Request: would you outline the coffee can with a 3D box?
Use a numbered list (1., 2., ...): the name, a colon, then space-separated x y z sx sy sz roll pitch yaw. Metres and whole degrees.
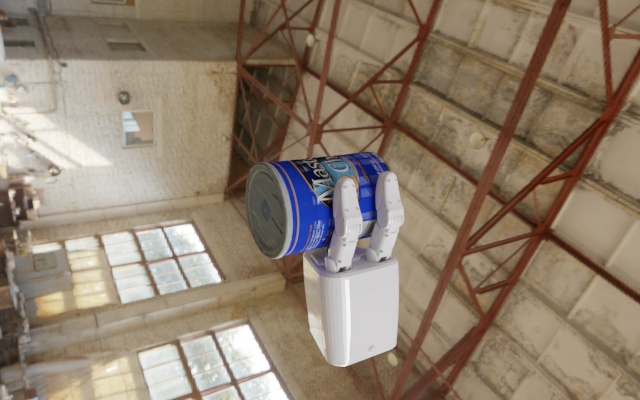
1. coffee can: 0.000 0.002 0.536 0.140 0.103 0.103 -9 5 -30
